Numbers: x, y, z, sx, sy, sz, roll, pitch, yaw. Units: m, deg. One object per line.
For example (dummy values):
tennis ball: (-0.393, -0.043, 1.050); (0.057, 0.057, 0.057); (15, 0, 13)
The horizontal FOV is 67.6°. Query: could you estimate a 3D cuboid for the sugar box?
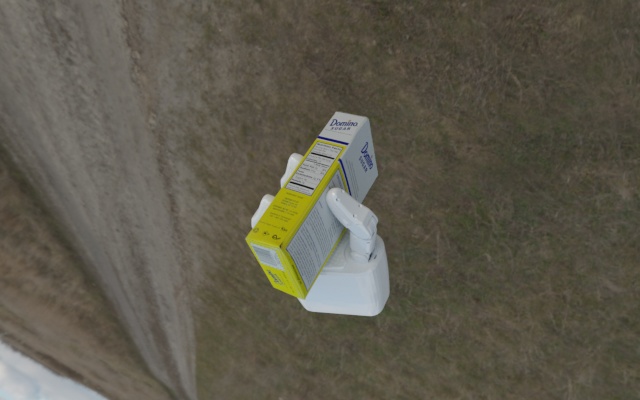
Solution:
sugar box: (0.000, 0.002, 0.489); (0.048, 0.176, 0.093); (15, -34, 25)
